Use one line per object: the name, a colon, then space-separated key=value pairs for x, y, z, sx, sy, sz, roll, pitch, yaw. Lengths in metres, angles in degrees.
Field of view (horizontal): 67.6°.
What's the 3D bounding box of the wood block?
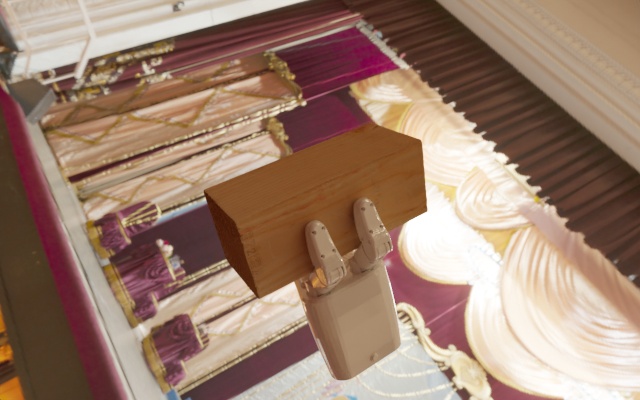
wood block: x=0.000 y=0.002 z=0.494 sx=0.206 sy=0.090 sz=0.090 roll=-25 pitch=30 yaw=-23
